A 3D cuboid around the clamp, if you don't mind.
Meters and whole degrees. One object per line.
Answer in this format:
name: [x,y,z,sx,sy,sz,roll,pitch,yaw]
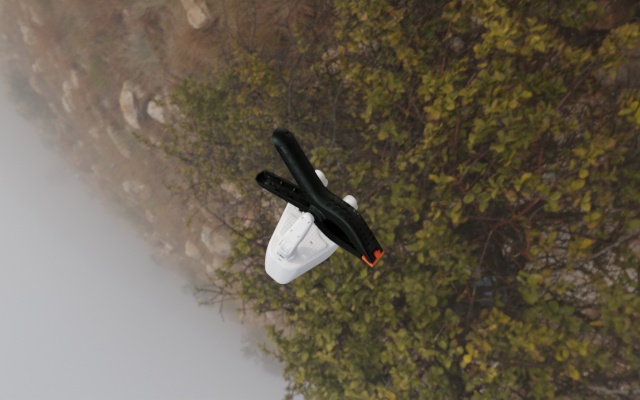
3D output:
clamp: [0.000,0.003,0.617,0.210,0.036,0.165,41,-22,7]
